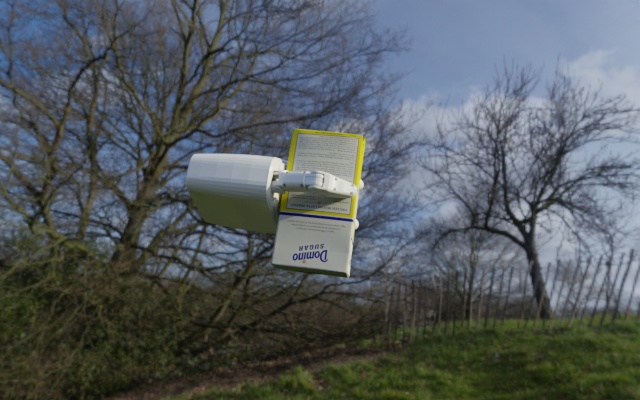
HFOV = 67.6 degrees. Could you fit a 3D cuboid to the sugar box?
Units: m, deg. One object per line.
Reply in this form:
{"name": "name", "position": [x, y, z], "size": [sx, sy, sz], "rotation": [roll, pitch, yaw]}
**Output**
{"name": "sugar box", "position": [0.000, 0.002, 0.592], "size": [0.093, 0.176, 0.048], "rotation": [6, -14, 8]}
